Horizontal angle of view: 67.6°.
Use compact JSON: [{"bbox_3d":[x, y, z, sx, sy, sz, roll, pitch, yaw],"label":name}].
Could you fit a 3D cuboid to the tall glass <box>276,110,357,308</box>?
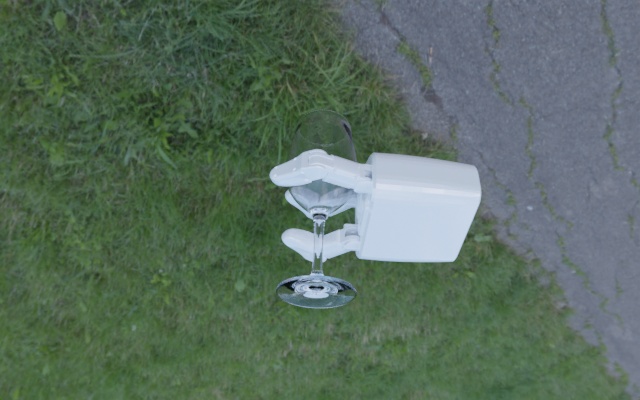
[{"bbox_3d":[0.000,0.002,0.489,0.079,0.201,0.079,2,-32,1],"label":"tall glass"}]
